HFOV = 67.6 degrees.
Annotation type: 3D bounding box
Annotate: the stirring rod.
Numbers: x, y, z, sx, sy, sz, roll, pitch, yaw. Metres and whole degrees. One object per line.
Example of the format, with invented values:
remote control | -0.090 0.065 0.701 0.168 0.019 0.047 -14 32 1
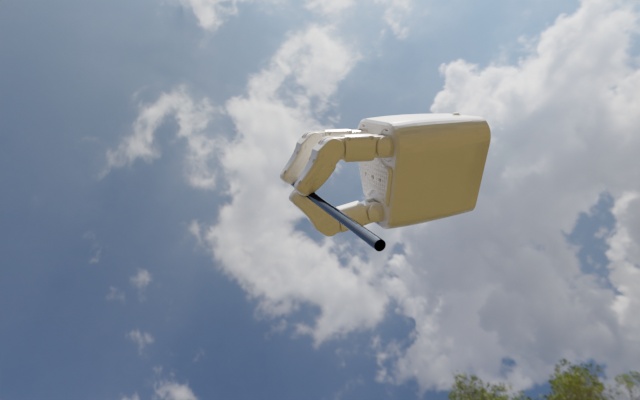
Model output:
stirring rod | 0.000 0.001 0.411 0.011 0.011 0.239 0 13 -19
